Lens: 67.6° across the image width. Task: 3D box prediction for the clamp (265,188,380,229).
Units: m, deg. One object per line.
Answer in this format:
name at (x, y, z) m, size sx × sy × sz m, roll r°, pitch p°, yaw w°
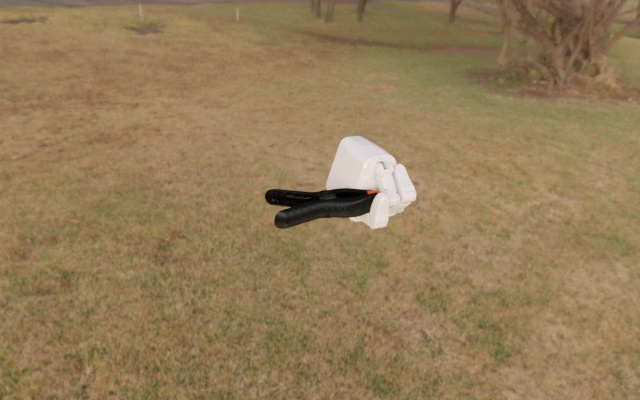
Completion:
clamp at (0.000, 0.002, 0.702) m, size 0.171 × 0.039 × 0.120 m, roll -5°, pitch 25°, yaw -21°
